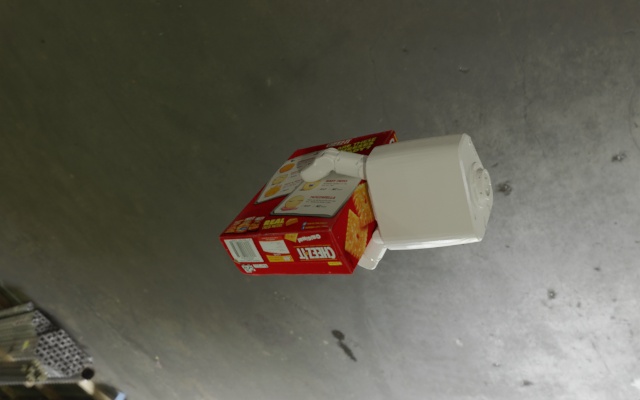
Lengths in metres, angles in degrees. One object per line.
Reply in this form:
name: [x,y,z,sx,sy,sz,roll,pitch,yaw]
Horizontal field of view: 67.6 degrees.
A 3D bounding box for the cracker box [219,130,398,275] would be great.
cracker box: [0.000,0.002,0.608,0.164,0.072,0.213,-7,31,34]
